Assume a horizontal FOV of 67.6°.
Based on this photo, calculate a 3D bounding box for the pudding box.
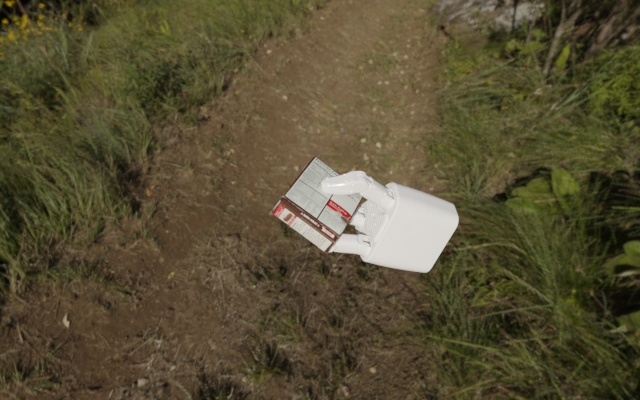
[{"bbox_3d":[0.000,0.002,0.627,0.090,0.039,0.113,36,38,-1],"label":"pudding box"}]
